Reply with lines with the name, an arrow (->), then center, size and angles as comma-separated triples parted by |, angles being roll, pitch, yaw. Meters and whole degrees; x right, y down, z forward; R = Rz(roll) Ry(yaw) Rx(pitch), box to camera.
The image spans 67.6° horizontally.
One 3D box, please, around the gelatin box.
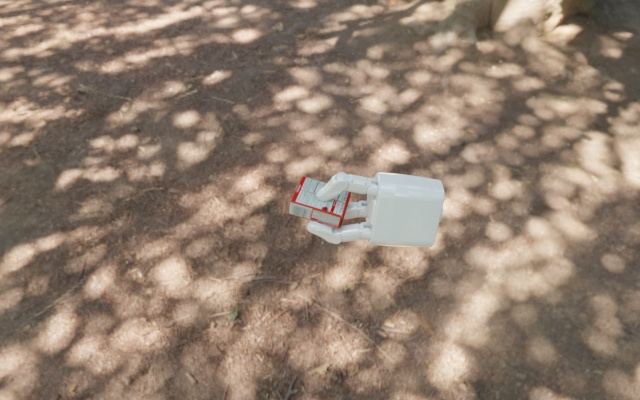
gelatin box -> 0.000, 0.002, 0.781 | 0.089, 0.030, 0.073 | 17, 41, 4
